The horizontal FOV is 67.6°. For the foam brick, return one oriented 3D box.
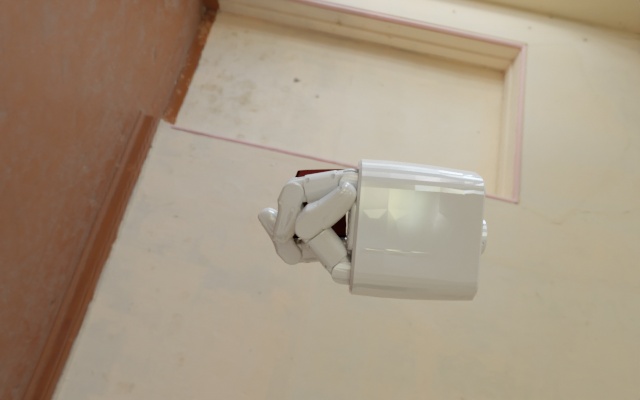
[{"bbox_3d":[0.000,0.001,0.474,0.051,0.053,0.078,-2,15,4],"label":"foam brick"}]
